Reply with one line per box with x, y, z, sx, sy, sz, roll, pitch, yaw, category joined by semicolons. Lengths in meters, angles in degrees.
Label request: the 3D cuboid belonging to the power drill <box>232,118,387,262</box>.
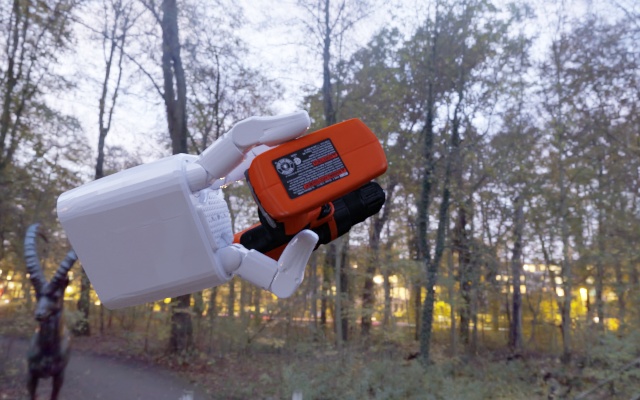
0.000;0.001;0.444;0.184;0.057;0.188;-26;-17;-18;power drill
